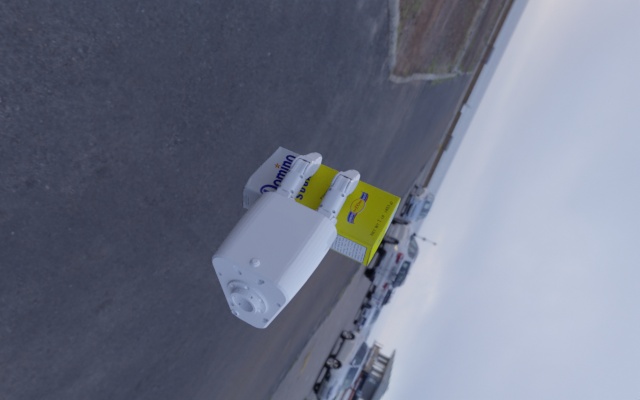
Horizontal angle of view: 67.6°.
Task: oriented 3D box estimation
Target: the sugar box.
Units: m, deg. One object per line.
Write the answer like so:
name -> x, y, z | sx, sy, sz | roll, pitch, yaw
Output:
sugar box -> 0.000, 0.002, 0.596 | 0.176, 0.048, 0.093 | 25, 49, 12
